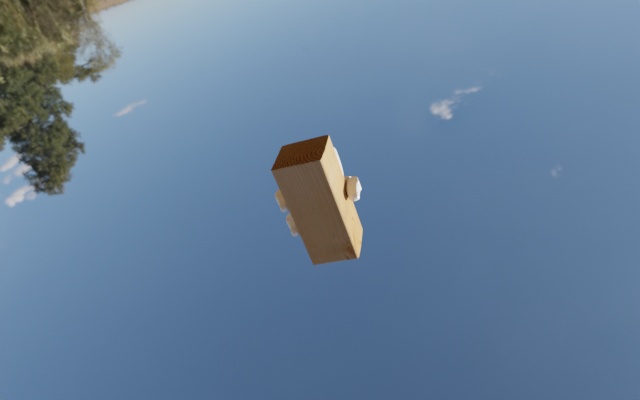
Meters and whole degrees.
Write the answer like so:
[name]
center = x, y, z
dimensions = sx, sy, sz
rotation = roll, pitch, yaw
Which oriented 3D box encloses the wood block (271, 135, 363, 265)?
[wood block]
center = 0.001, 0.003, 0.839
dimensions = 0.091, 0.206, 0.090
rotation = -12, 31, 18
